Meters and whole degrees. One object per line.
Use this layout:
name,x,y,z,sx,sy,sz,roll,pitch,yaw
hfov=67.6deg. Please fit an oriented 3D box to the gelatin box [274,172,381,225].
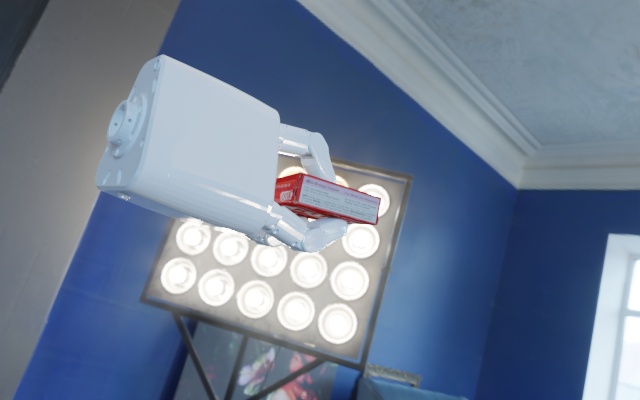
gelatin box,0.000,0.001,0.450,0.089,0.030,0.073,15,-9,-27
